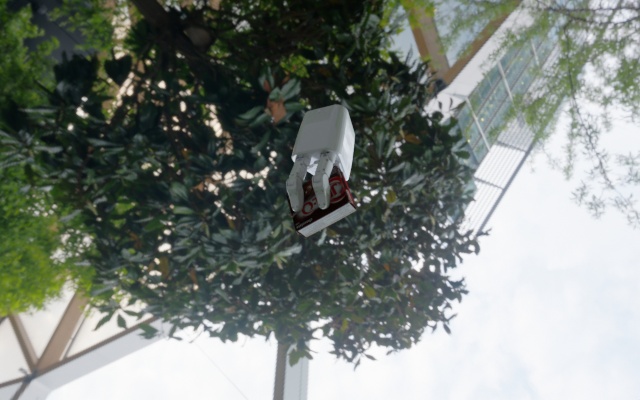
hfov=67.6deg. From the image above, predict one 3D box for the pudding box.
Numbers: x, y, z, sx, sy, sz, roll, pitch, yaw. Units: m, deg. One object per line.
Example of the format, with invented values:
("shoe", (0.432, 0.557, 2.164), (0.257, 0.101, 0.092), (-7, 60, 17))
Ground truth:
("pudding box", (0.000, 0.003, 0.856), (0.113, 0.090, 0.039), (-31, -41, 15))
